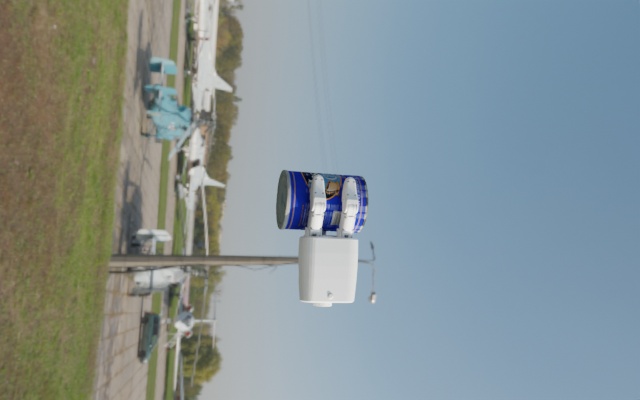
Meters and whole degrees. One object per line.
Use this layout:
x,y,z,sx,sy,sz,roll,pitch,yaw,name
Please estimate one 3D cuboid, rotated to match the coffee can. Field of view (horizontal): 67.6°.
0.000,0.003,0.832,0.140,0.103,0.103,4,-1,-14,coffee can
